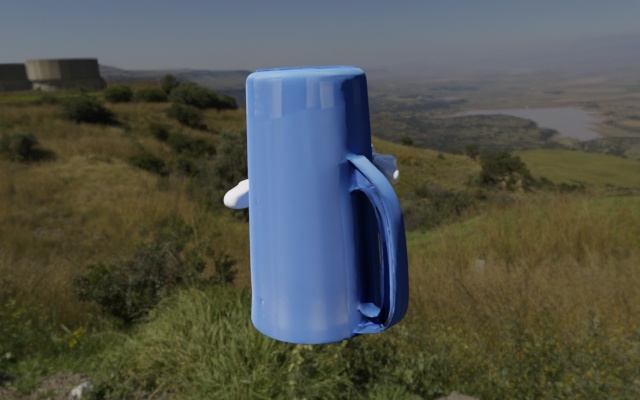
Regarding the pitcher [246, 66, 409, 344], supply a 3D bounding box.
[{"bbox_3d":[0.000,0.001,0.447,0.149,0.243,0.145,-2,14,3],"label":"pitcher"}]
